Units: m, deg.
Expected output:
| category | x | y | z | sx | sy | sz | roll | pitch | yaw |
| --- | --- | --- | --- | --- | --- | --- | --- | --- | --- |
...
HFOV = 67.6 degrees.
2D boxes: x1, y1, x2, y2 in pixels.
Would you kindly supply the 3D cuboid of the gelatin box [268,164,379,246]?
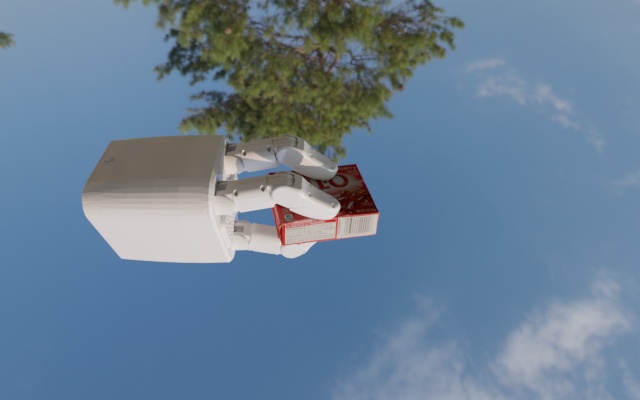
| category | x | y | z | sx | sy | sz | roll | pitch | yaw |
| --- | --- | --- | --- | --- | --- | --- | --- | --- | --- |
| gelatin box | 0.000 | 0.002 | 0.435 | 0.089 | 0.030 | 0.073 | -6 | 41 | -12 |
